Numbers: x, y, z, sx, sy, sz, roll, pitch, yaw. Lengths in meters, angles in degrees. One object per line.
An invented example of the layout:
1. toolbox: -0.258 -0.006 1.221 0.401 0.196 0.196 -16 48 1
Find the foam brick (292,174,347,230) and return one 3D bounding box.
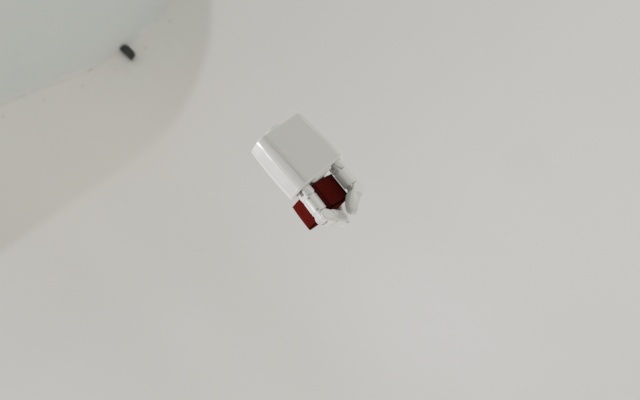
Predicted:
1. foam brick: 0.000 0.003 0.809 0.053 0.051 0.078 -32 -10 -46
